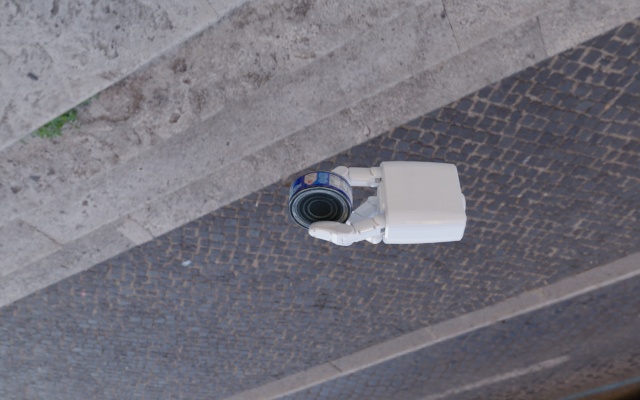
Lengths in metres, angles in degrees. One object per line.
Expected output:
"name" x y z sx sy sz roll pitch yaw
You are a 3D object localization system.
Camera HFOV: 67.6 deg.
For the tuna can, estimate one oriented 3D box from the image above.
"tuna can" 0.000 0.002 0.637 0.086 0.086 0.033 0 43 4
